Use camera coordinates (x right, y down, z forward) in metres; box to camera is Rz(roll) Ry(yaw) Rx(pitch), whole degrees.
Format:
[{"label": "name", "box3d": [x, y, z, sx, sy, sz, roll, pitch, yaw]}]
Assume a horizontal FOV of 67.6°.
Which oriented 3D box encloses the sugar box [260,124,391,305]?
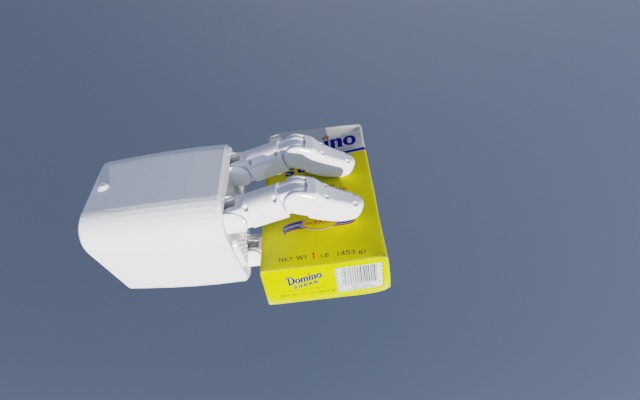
[{"label": "sugar box", "box3d": [0.000, 0.001, 0.407, 0.093, 0.048, 0.176, -7, 43, 1]}]
